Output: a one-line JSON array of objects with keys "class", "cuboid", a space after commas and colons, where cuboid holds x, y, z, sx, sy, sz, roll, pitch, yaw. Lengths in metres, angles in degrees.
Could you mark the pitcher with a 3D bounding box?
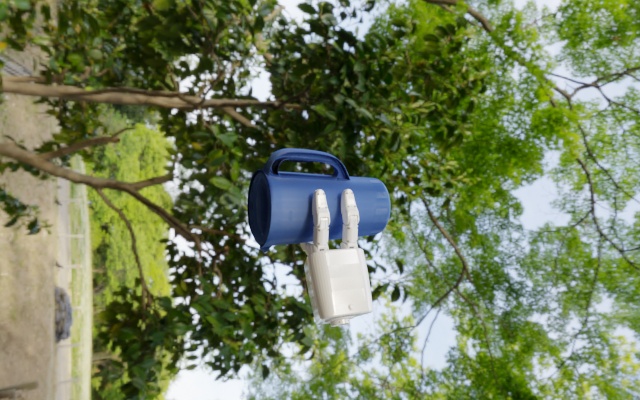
[{"class": "pitcher", "cuboid": [0.000, 0.003, 0.851, 0.243, 0.145, 0.149, -1, -23, -25]}]
